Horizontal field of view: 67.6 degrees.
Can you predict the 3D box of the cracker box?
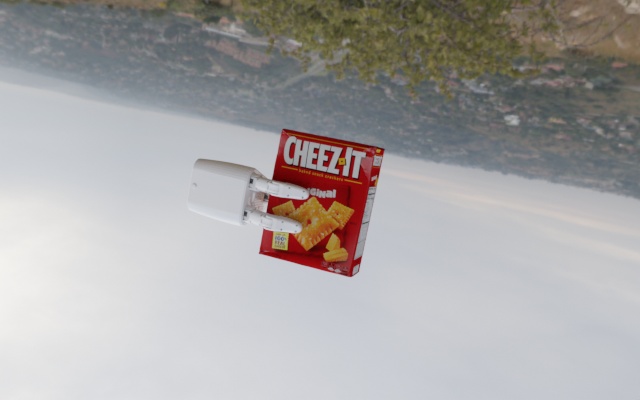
[{"bbox_3d":[0.000,0.003,0.785,0.164,0.214,0.072,13,7,17],"label":"cracker box"}]
